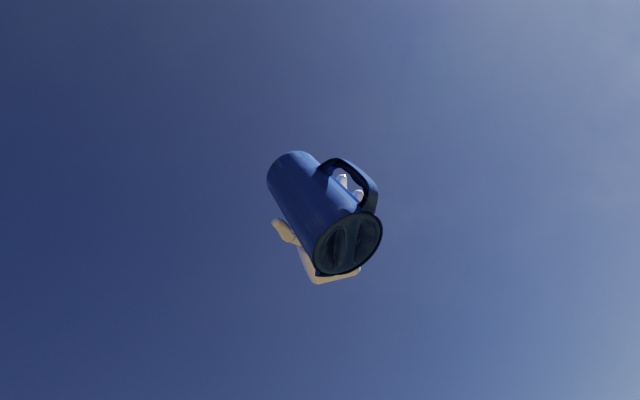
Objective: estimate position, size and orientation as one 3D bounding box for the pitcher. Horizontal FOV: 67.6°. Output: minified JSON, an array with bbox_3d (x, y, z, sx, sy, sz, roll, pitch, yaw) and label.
[{"bbox_3d":[0.000,0.003,0.854,0.149,0.145,0.242,-27,44,-12],"label":"pitcher"}]
